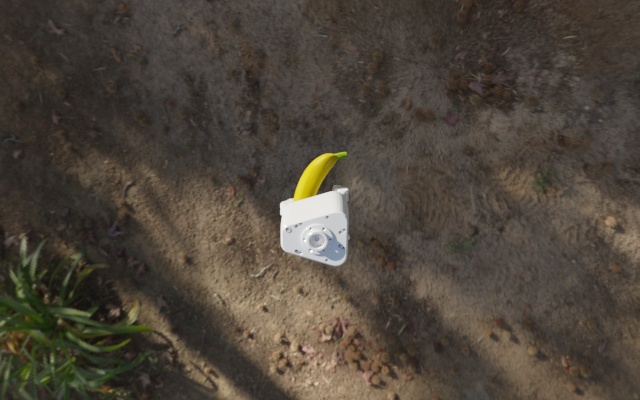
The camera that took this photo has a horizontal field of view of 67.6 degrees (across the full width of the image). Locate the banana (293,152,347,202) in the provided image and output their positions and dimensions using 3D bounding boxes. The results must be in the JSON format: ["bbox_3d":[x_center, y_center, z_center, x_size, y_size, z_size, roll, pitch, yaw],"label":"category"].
[{"bbox_3d":[-0.015,-0.006,0.880,0.069,0.198,0.037,20,11,-18],"label":"banana"}]
